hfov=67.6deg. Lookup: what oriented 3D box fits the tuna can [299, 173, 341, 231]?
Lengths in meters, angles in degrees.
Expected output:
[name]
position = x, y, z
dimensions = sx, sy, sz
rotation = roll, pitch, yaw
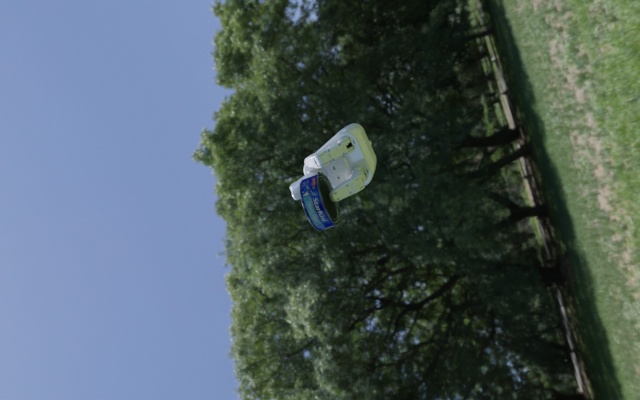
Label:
[tuna can]
position = 0.000, 0.003, 0.739
dimensions = 0.034, 0.086, 0.086
rotation = -19, -6, 16
